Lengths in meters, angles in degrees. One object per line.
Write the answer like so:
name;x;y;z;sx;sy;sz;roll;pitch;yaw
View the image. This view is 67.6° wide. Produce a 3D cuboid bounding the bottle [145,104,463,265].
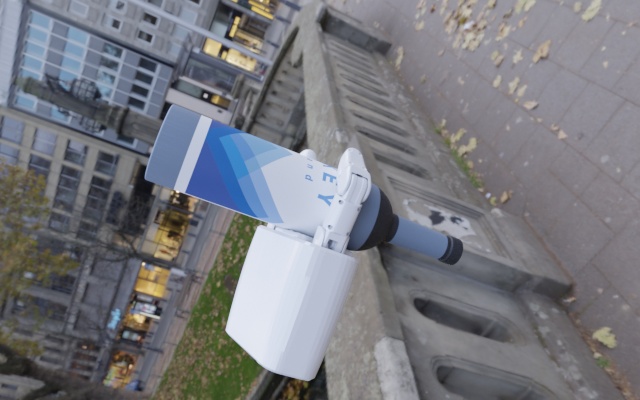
bottle;0.000;0.001;0.432;0.296;0.069;0.069;21;-6;-16
